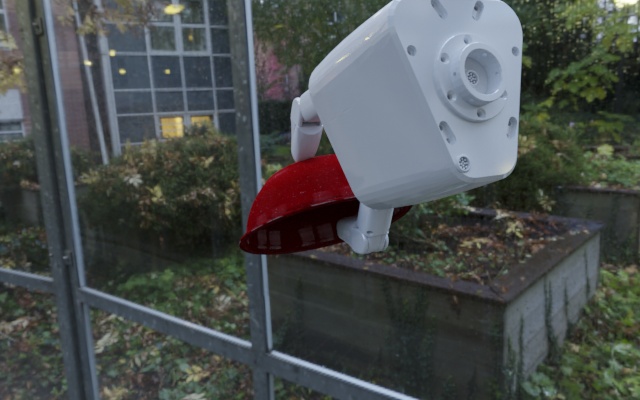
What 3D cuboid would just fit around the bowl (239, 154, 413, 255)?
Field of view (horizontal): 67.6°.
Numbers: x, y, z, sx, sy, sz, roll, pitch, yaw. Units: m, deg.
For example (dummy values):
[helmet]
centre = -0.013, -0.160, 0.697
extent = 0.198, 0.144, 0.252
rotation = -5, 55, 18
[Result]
[bowl]
centre = -0.001, 0.002, 0.444
extent = 0.162, 0.055, 0.162
rotation = -13, -17, -4
